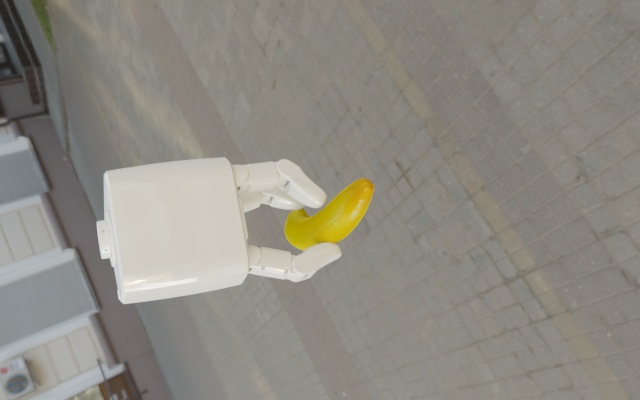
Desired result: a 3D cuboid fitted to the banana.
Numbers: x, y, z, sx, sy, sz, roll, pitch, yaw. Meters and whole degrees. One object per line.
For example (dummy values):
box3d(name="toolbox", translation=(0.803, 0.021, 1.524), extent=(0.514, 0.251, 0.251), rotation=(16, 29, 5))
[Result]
box3d(name="banana", translation=(-0.002, 0.020, 0.511), extent=(0.037, 0.069, 0.198), rotation=(6, -6, -23))
